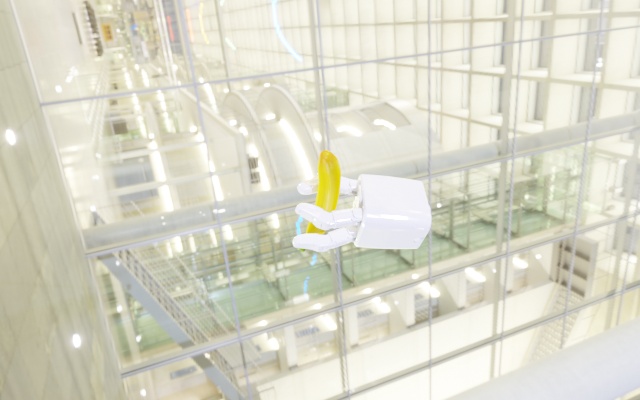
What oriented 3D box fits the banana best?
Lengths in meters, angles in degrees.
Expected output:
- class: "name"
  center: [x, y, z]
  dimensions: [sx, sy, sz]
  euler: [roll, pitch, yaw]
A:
- class: "banana"
  center: [0.006, -0.004, 0.758]
  dimensions: [0.037, 0.198, 0.069]
  euler: [21, 38, 12]
